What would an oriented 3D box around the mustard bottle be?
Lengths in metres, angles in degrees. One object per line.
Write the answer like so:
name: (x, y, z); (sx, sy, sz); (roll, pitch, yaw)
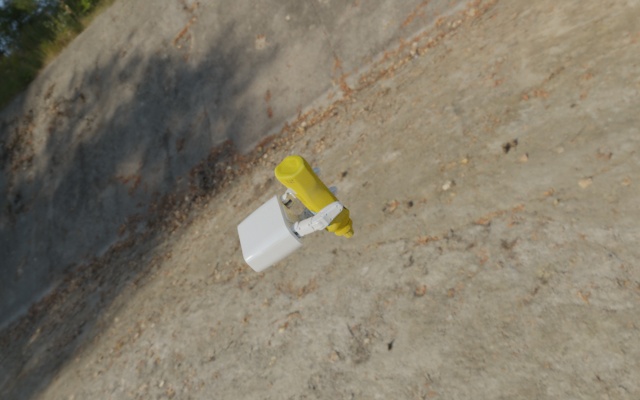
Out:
mustard bottle: (0.000, 0.002, 0.881); (0.192, 0.058, 0.096); (48, -10, -26)
